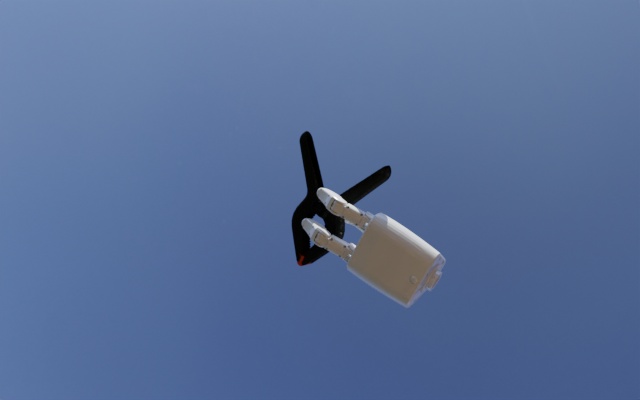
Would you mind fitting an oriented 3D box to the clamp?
[{"bbox_3d":[0.000,0.003,0.758,0.164,0.210,0.036,34,17,26],"label":"clamp"}]
